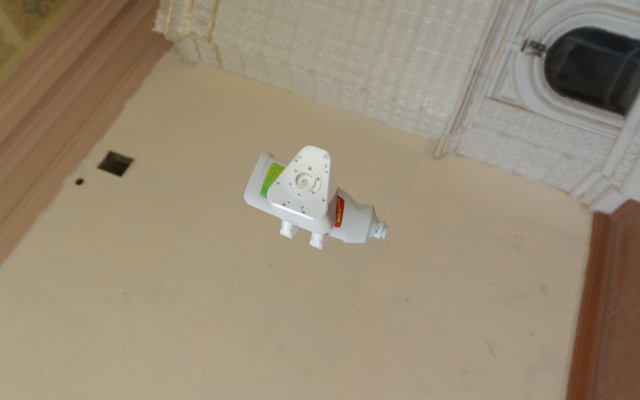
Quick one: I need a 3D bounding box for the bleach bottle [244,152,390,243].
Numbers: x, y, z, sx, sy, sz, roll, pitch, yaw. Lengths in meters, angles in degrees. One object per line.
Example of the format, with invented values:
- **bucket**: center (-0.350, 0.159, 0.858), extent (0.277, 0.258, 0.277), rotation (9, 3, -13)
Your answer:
- **bleach bottle**: center (0.000, 0.003, 0.835), extent (0.251, 0.102, 0.068), rotation (20, -12, 10)
